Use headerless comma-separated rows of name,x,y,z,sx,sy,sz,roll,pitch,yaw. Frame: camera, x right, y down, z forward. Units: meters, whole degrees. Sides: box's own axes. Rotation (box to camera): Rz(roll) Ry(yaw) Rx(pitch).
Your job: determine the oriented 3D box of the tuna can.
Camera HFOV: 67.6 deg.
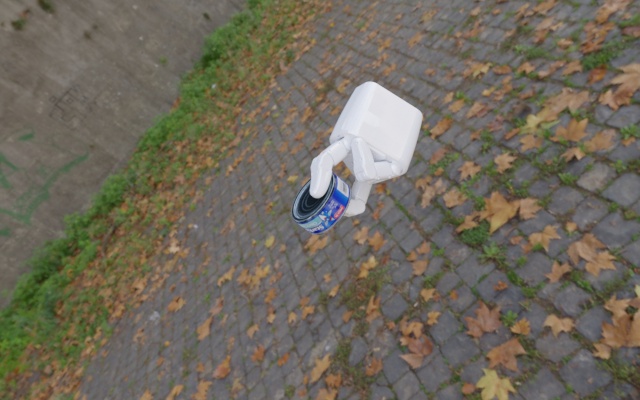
tuna can,0.000,0.002,0.654,0.034,0.086,0.086,37,-20,-29
